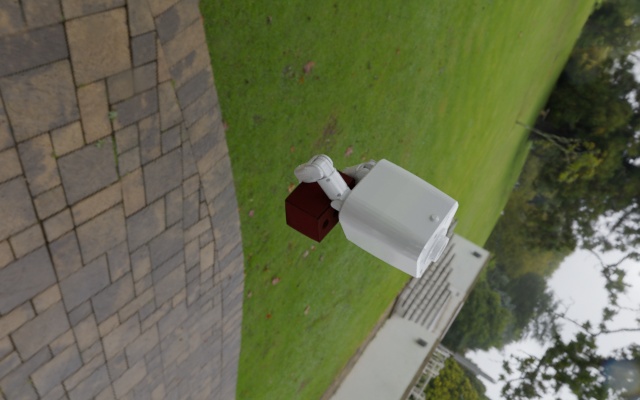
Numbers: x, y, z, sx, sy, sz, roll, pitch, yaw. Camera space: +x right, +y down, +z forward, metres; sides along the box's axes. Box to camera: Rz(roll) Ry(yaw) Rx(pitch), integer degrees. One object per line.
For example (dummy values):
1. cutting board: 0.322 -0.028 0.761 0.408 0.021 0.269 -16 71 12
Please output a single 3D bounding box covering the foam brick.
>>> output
1. foam brick: 0.000 0.002 0.588 0.051 0.078 0.053 31 -30 21
